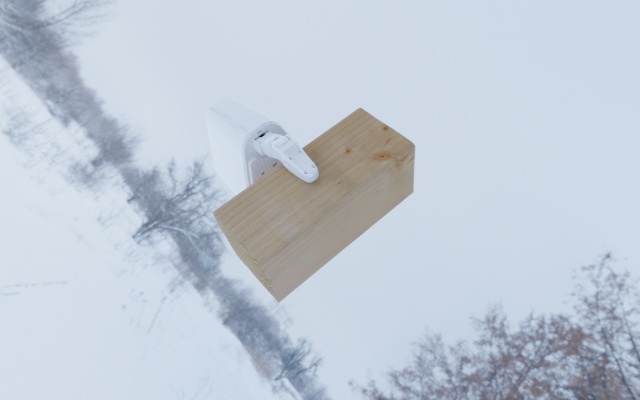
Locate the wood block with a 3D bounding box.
[{"bbox_3d":[0.000,0.001,0.529,0.090,0.206,0.091,42,-20,31],"label":"wood block"}]
